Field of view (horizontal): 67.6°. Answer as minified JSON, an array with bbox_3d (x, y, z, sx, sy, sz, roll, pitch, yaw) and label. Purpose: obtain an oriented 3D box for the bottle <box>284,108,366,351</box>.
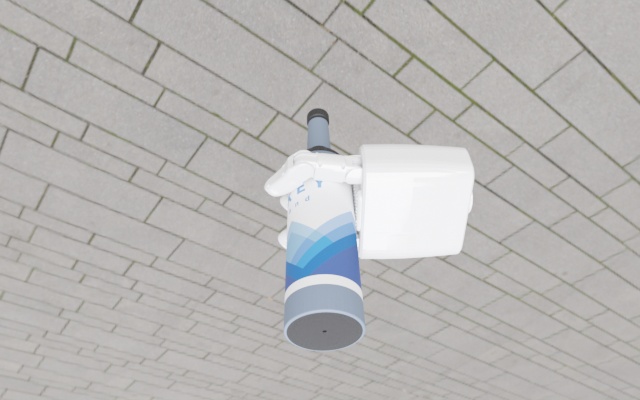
[{"bbox_3d":[0.000,0.002,0.488,0.069,0.295,0.069,-1,-44,-1],"label":"bottle"}]
